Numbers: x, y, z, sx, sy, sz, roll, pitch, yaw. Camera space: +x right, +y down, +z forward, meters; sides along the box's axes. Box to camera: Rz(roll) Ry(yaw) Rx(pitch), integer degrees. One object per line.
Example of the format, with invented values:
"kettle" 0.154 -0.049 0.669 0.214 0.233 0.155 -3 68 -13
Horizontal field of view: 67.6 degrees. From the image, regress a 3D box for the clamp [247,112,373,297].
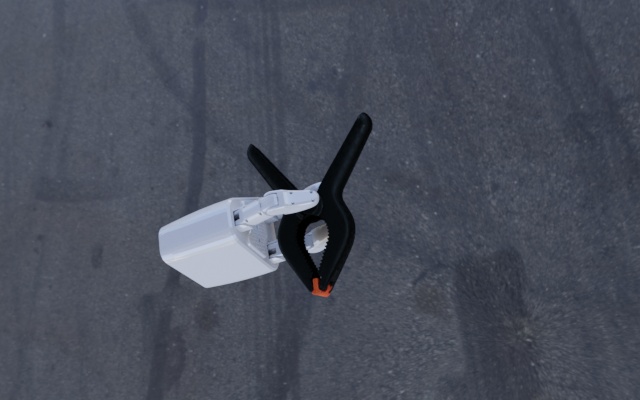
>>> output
"clamp" 0.000 0.002 0.552 0.164 0.210 0.036 -20 -22 19
